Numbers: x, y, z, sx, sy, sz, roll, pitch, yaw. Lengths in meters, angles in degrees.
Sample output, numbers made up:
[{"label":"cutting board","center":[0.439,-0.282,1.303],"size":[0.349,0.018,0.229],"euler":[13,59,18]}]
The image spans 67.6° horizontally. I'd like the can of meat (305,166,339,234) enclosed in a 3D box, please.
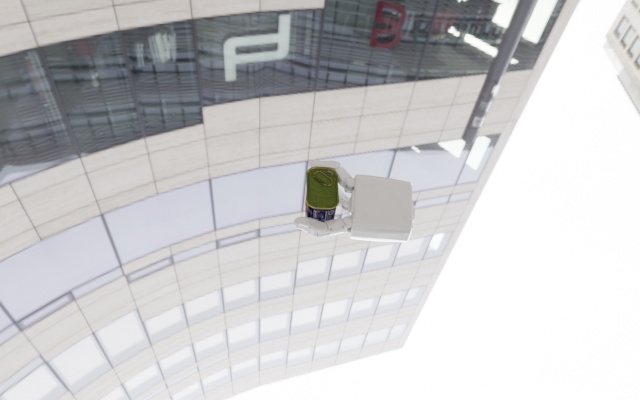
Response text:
[{"label":"can of meat","center":[0.000,0.003,0.875],"size":[0.057,0.102,0.084],"euler":[2,-42,-4]}]
